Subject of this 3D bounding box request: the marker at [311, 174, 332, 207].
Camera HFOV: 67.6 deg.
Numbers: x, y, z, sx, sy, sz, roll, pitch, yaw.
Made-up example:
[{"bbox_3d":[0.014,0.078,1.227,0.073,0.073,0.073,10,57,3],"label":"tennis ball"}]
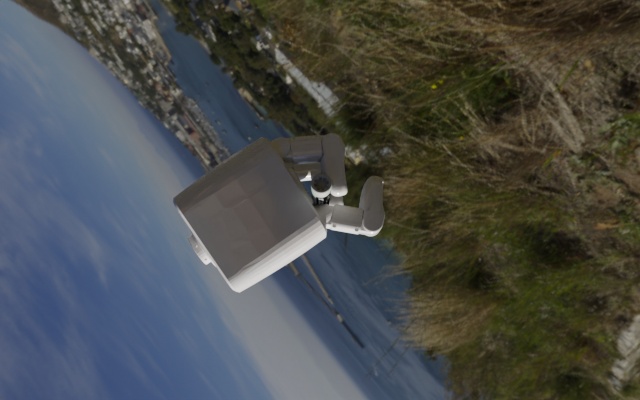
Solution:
[{"bbox_3d":[0.000,0.002,0.485,0.020,0.020,0.121,0,-16,-1],"label":"marker"}]
